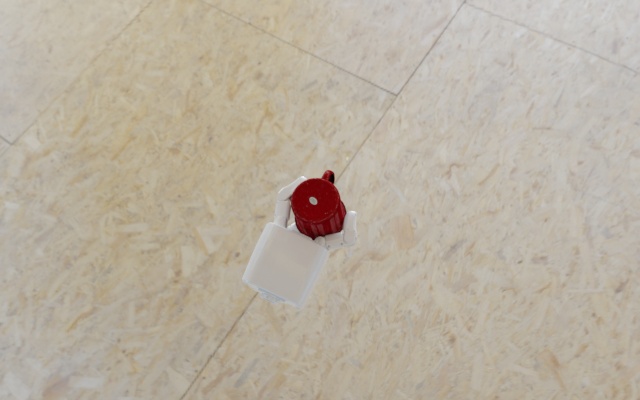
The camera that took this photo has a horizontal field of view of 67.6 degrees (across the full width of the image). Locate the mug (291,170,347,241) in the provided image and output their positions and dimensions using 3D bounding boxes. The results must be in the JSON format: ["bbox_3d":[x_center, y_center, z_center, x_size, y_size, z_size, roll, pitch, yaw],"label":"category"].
[{"bbox_3d":[0.001,0.001,0.806,0.093,0.117,0.081,19,-18,13],"label":"mug"}]
